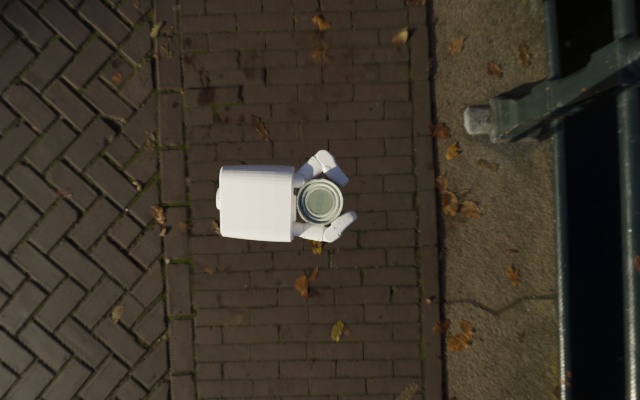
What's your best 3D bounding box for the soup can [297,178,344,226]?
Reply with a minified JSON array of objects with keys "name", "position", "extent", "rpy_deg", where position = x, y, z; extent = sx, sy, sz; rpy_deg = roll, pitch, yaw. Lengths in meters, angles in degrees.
[{"name":"soup can","position":[0.001,0.002,0.707],"extent":[0.068,0.068,0.102],"rpy_deg":[0,-1,1]}]
